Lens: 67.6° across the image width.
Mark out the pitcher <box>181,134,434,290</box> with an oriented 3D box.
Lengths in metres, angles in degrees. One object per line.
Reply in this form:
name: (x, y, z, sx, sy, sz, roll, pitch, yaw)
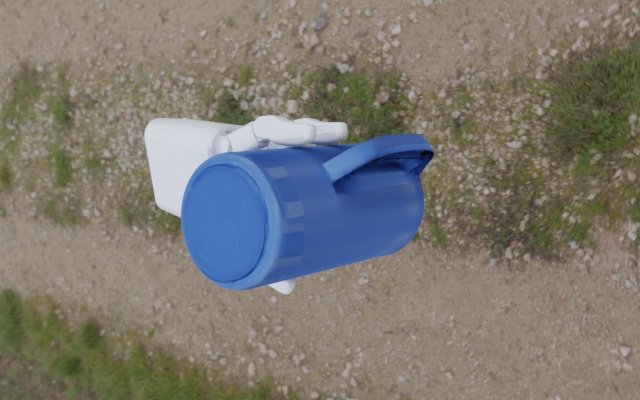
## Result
pitcher: (0.000, 0.002, 0.455, 0.145, 0.149, 0.243, 14, 12, 33)
